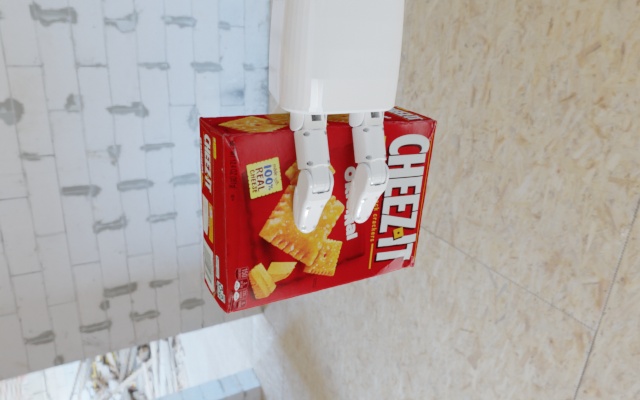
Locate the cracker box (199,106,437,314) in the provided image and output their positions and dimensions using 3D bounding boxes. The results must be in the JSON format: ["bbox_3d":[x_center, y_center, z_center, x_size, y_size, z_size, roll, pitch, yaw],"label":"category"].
[{"bbox_3d":[0.000,0.001,0.452,0.213,0.164,0.072,-8,26,-28],"label":"cracker box"}]
